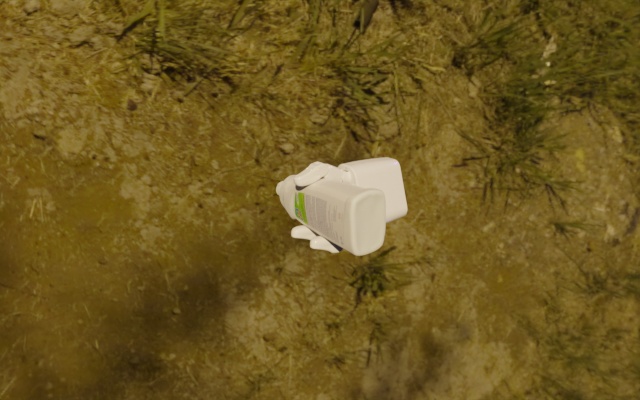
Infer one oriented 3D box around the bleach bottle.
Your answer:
[{"bbox_3d":[0.000,0.003,0.780,0.068,0.103,0.250,-15,23,-31],"label":"bleach bottle"}]
